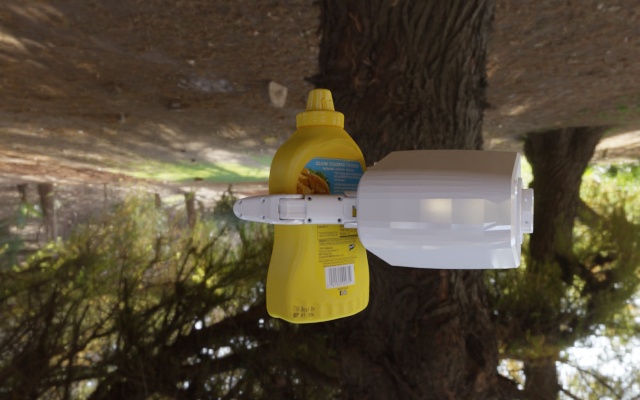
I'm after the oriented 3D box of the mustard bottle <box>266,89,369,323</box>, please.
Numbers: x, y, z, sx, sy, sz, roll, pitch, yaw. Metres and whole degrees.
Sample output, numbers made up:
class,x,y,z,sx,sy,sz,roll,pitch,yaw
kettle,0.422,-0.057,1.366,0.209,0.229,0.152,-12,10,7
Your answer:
class,x,y,z,sx,sy,sz,roll,pitch,yaw
mustard bottle,0.000,0.002,0.410,0.096,0.191,0.058,0,0,-41
